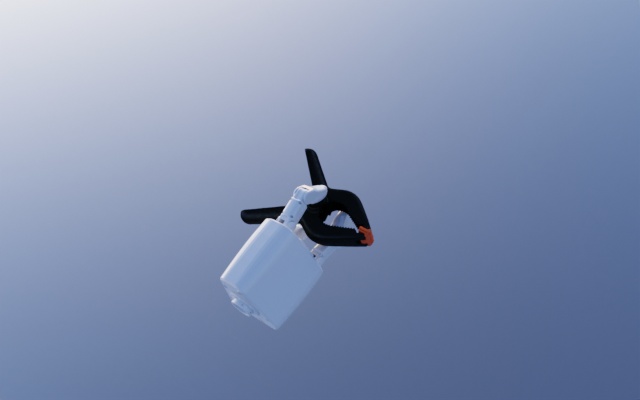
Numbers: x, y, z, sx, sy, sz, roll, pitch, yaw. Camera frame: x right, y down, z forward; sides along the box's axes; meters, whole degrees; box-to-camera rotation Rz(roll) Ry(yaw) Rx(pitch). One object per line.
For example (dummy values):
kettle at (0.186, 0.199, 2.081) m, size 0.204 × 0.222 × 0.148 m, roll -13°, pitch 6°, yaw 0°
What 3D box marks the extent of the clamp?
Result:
clamp at (0.000, 0.002, 0.718) m, size 0.210 × 0.164 × 0.036 m, roll 22°, pitch -26°, yaw 32°
